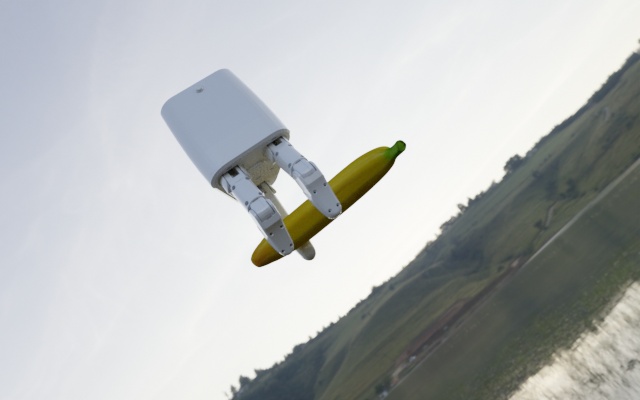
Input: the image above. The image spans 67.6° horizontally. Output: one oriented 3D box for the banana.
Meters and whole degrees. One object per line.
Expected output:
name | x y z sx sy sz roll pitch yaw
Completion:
banana | 0.007 0.001 0.508 0.198 0.037 0.069 -41 -13 8
